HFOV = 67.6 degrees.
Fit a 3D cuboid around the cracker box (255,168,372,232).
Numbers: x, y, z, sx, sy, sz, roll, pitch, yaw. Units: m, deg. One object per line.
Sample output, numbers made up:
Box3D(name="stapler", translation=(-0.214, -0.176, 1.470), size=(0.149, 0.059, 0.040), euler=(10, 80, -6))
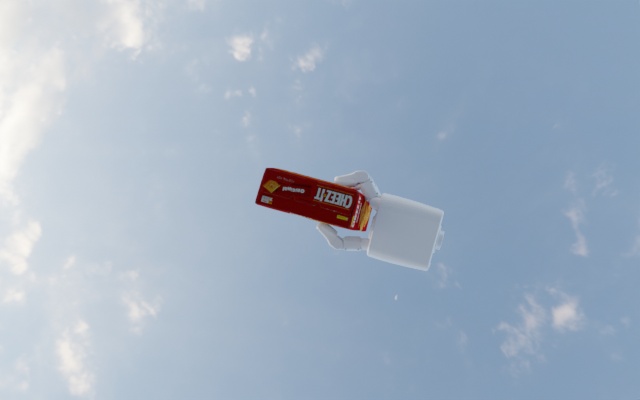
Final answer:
Box3D(name="cracker box", translation=(0.000, 0.003, 0.858), size=(0.164, 0.072, 0.214), euler=(14, -2, 13))
